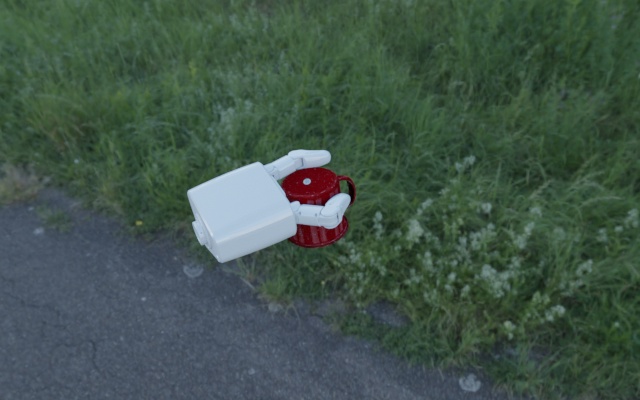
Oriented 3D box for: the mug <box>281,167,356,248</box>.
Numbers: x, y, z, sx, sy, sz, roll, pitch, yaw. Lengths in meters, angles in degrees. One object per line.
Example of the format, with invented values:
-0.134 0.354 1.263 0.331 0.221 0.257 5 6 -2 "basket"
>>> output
0.001 0.002 0.674 0.117 0.082 0.093 -23 35 -20 "mug"
